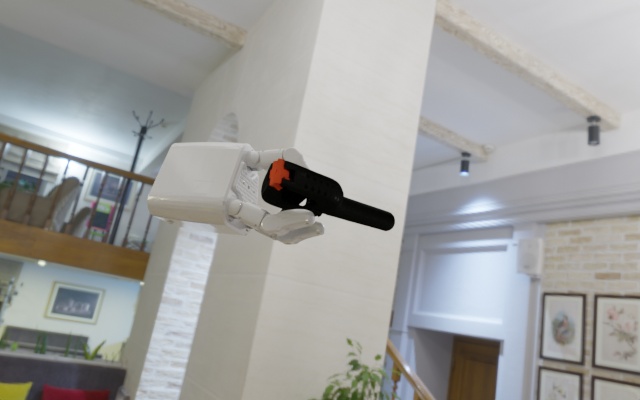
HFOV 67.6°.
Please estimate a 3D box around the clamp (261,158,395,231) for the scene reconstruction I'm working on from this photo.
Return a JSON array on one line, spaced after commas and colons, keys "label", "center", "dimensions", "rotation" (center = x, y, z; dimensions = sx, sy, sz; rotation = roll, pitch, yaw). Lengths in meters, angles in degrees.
[{"label": "clamp", "center": [0.000, 0.001, 0.568], "dimensions": [0.164, 0.036, 0.210], "rotation": [2, -17, 14]}]
